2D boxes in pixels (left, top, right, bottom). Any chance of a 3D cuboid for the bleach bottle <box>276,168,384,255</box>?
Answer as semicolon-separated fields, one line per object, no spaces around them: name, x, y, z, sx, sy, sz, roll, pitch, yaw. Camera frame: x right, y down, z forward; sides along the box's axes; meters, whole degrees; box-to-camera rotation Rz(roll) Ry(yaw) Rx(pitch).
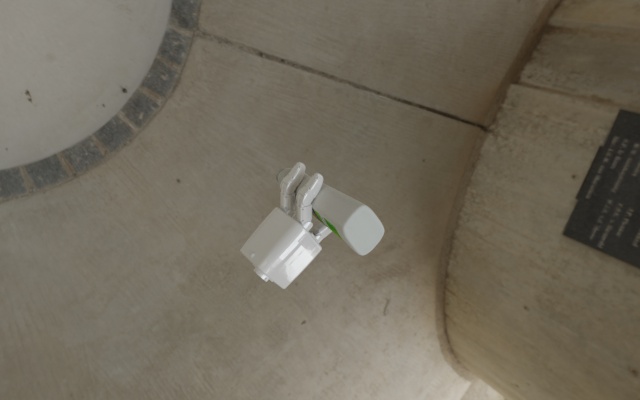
bleach bottle;0.000;0.003;0.878;0.250;0.068;0.103;33;-13;46
